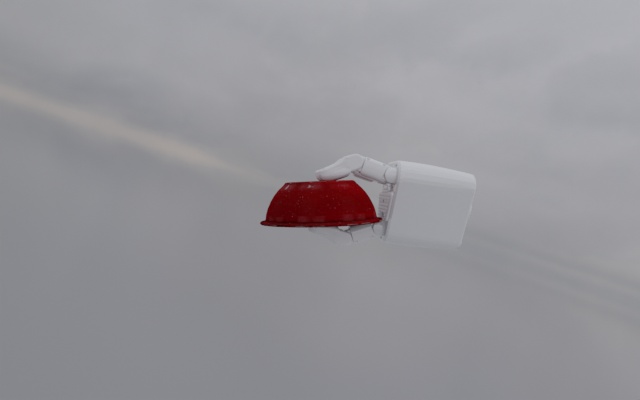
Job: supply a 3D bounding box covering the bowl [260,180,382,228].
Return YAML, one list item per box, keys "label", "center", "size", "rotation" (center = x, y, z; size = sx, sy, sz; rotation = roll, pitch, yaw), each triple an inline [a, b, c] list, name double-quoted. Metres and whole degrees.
- label: "bowl"
  center: [-0.001, 0.002, 0.630]
  size: [0.162, 0.055, 0.162]
  rotation: [-2, 2, 0]
